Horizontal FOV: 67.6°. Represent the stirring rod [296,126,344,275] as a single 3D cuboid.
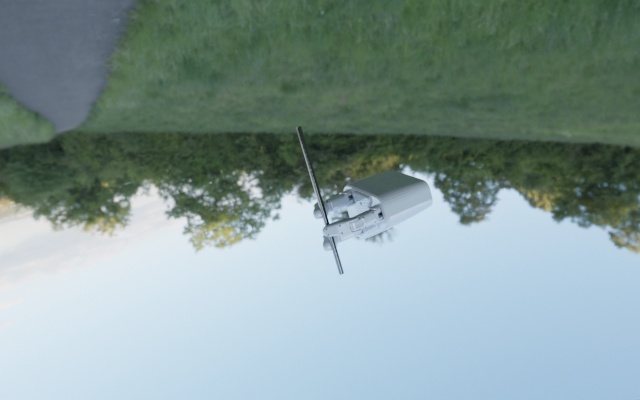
[{"bbox_3d":[0.000,0.002,0.741,0.011,0.239,0.011,-16,9,2],"label":"stirring rod"}]
